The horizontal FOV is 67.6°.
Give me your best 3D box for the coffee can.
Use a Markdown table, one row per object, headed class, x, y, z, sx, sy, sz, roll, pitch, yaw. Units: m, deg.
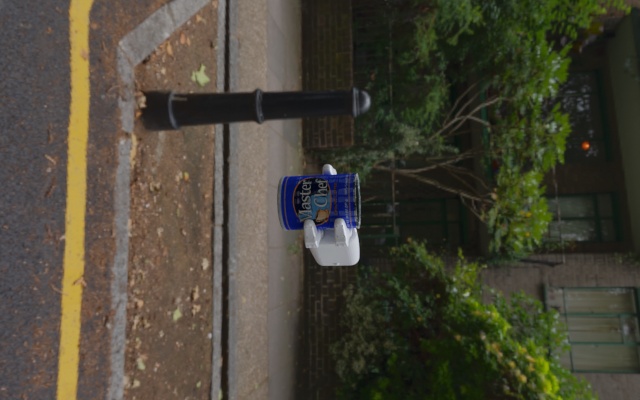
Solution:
| class | x | y | z | sx | sy | sz | roll | pitch | yaw |
| --- | --- | --- | --- | --- | --- | --- | --- | --- | --- |
| coffee can | 0.000 | 0.003 | 0.883 | 0.140 | 0.103 | 0.103 | -2 | 0 | 9 |
